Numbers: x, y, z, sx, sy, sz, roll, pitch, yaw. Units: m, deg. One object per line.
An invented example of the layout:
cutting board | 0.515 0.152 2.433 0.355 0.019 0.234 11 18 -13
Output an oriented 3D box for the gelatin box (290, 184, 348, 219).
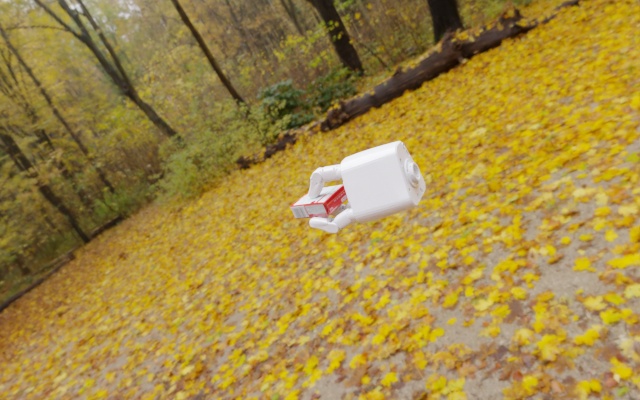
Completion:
gelatin box | 0.000 0.003 0.884 0.089 0.030 0.073 -7 24 42
